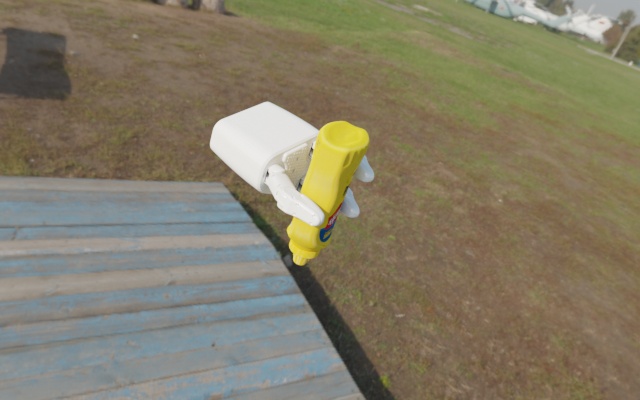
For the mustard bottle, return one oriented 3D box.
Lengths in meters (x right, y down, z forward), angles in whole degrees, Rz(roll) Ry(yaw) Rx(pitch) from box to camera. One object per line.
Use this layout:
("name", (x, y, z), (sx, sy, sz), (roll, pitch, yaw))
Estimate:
("mustard bottle", (0.000, 0.002, 0.593), (0.058, 0.192, 0.096), (24, 28, 7))
